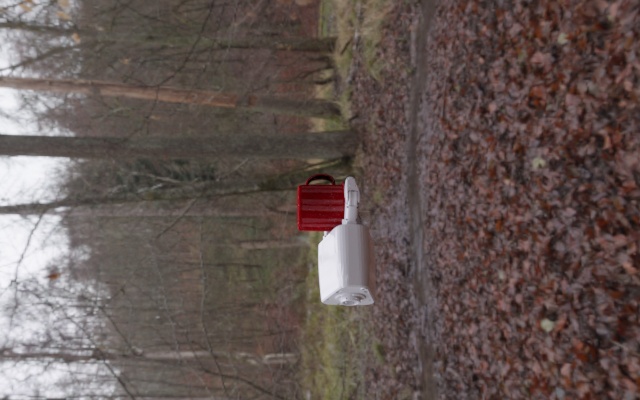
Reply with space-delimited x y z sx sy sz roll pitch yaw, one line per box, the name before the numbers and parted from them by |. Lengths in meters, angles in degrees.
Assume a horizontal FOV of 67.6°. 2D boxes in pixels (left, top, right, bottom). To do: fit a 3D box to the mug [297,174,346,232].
mug | 0.000 0.001 0.842 0.081 0.117 0.093 0 -29 -4
